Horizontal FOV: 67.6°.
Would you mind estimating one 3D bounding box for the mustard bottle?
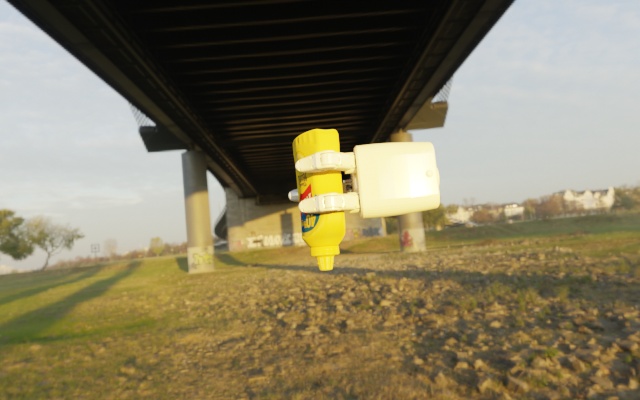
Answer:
[{"bbox_3d":[0.000,0.002,0.676,0.058,0.191,0.096,-3,-6,-24],"label":"mustard bottle"}]
